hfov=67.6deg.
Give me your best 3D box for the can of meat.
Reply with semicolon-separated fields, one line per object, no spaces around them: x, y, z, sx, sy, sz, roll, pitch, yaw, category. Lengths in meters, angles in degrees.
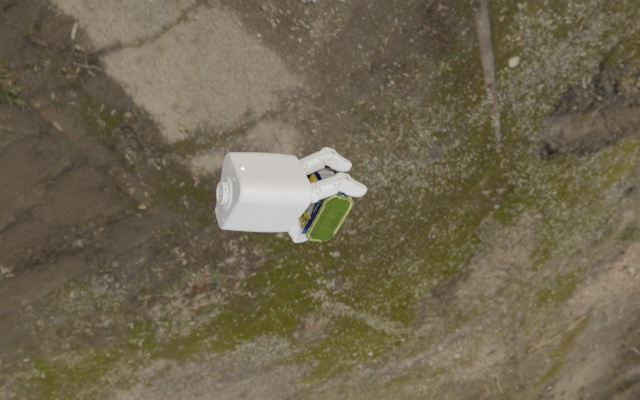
0.000;0.003;0.752;0.057;0.102;0.084;5;40;-31;can of meat
